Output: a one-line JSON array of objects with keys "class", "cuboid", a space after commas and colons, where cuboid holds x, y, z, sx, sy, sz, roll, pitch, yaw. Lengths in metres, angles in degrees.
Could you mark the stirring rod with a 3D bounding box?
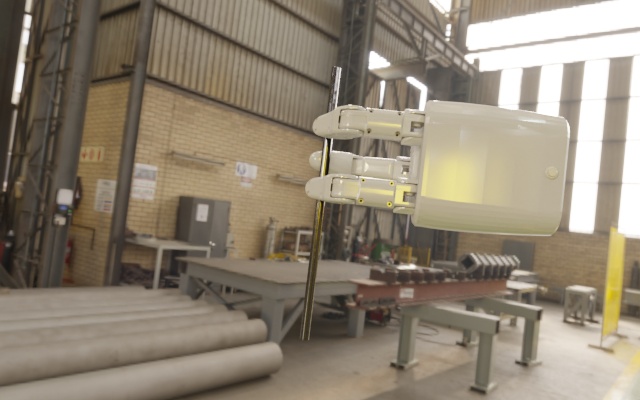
[{"class": "stirring rod", "cuboid": [0.000, 0.001, 0.420, 0.011, 0.239, 0.011, 7, -2, 0]}]
